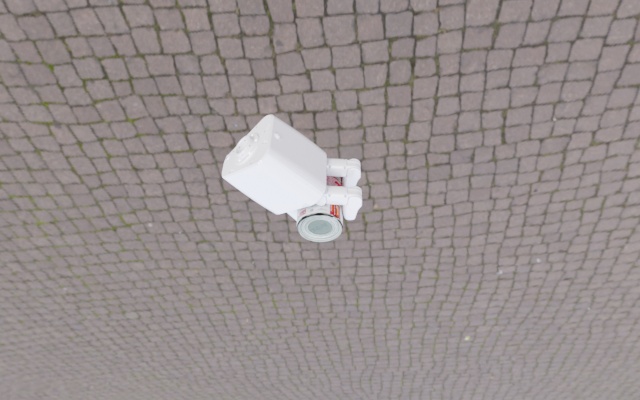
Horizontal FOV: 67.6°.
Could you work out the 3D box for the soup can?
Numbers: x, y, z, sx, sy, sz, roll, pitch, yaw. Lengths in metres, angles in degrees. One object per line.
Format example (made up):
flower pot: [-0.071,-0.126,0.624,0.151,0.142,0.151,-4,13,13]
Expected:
soup can: [0.000,0.003,0.717,0.068,0.102,0.069,1,-40,1]
